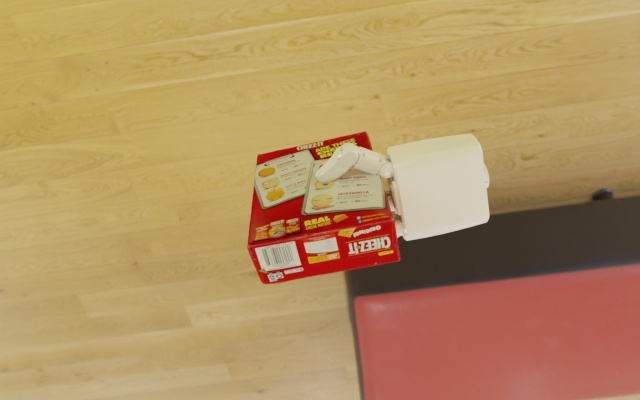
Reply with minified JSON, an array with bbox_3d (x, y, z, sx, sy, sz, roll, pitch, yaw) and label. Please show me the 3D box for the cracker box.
[{"bbox_3d":[0.000,0.002,0.612,0.164,0.072,0.213,-11,33,4],"label":"cracker box"}]
